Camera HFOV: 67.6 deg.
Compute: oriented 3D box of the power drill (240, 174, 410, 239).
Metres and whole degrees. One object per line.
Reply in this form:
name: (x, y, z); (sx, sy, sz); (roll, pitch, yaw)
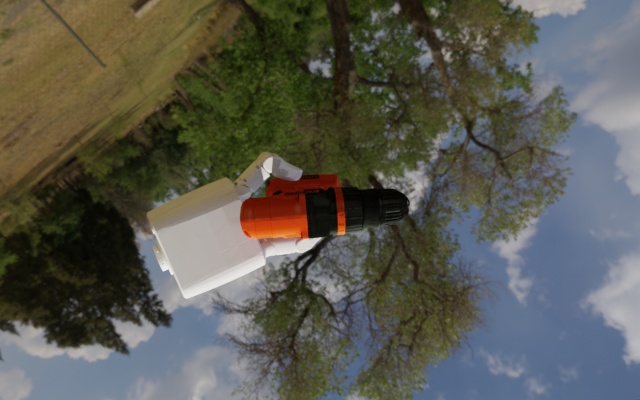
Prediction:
power drill: (0.000, 0.002, 0.585); (0.184, 0.057, 0.187); (-3, 7, -4)
